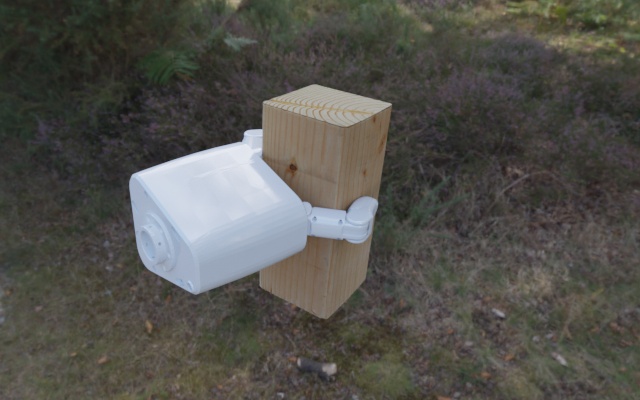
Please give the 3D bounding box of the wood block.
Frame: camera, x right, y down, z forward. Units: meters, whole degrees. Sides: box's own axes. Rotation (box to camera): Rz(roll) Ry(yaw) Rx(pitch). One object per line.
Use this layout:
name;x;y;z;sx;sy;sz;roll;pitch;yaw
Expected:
wood block;0.000;0.002;0.483;0.091;0.206;0.090;21;33;26
